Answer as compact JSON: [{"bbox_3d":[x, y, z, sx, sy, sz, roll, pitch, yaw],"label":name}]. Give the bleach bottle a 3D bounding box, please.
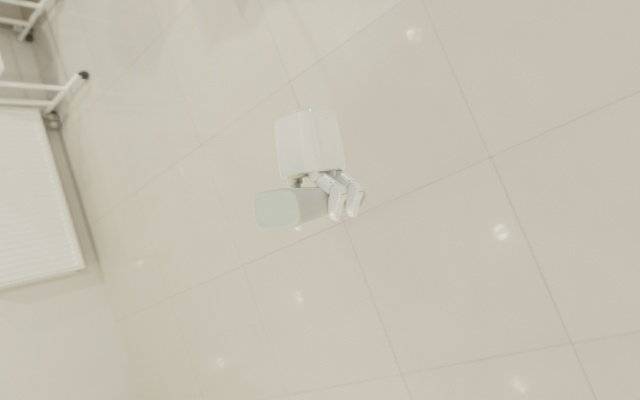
[{"bbox_3d":[0.000,0.003,0.863,0.102,0.068,0.251,-8,1,36],"label":"bleach bottle"}]
